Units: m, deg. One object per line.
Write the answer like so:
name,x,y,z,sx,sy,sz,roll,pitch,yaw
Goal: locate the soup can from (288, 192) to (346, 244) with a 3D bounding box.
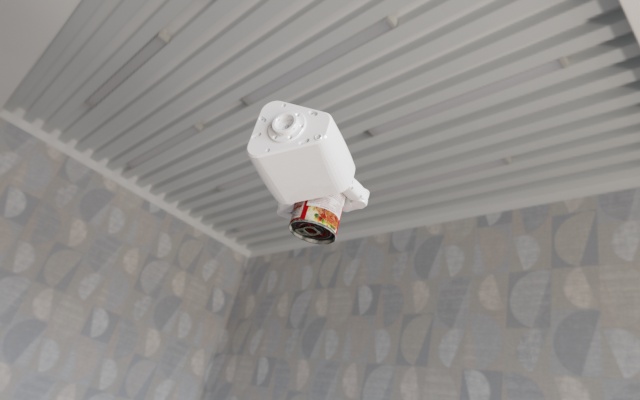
soup can,0.000,0.002,0.681,0.068,0.102,0.068,12,-28,7
